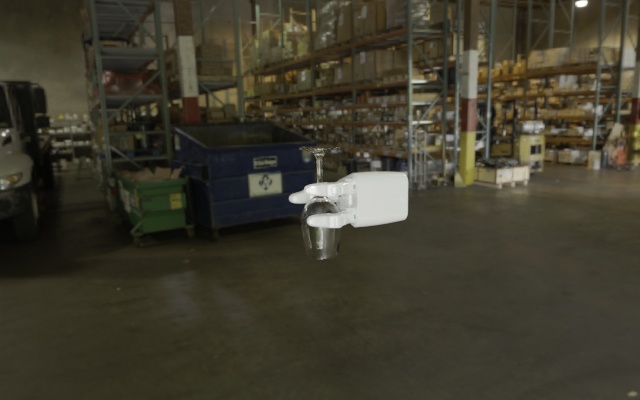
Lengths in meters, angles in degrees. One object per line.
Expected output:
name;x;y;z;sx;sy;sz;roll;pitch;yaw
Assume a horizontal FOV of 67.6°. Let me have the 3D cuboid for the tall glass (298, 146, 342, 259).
tall glass;0.000;0.002;0.873;0.079;0.201;0.079;-1;10;0
